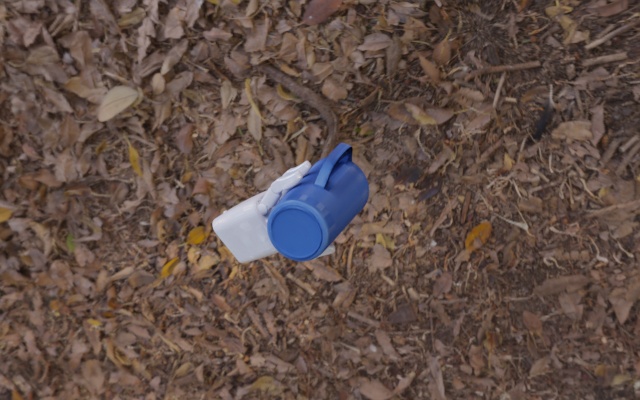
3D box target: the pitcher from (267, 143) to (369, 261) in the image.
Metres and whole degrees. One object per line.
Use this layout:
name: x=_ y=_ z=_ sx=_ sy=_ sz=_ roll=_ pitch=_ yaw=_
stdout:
pitcher: x=0.000 y=0.003 z=0.863 sx=0.145 sy=0.149 sz=0.242 roll=-23 pitch=10 yaw=25
